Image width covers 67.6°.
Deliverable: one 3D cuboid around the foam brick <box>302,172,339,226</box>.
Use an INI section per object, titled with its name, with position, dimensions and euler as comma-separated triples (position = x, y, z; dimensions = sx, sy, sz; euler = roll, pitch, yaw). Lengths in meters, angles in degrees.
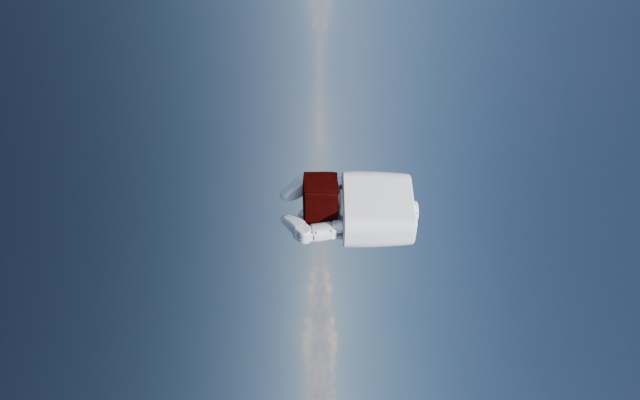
[foam brick]
position = 0.000, 0.002, 0.704
dimensions = 0.051, 0.078, 0.053
euler = 0, 40, 0
